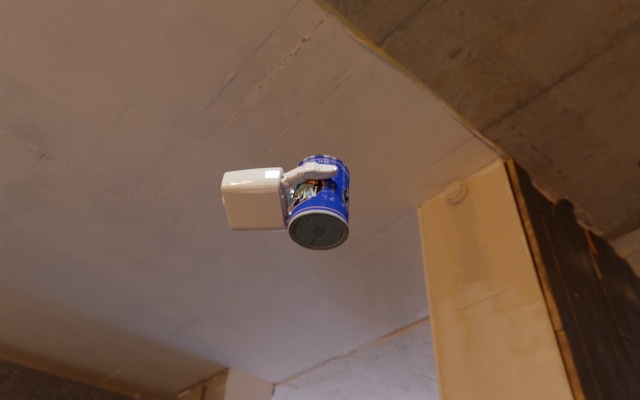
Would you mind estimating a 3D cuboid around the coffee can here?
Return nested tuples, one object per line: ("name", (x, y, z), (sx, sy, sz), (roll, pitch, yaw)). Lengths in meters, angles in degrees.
("coffee can", (0.000, 0.003, 0.852), (0.103, 0.140, 0.103), (2, -42, 2))
